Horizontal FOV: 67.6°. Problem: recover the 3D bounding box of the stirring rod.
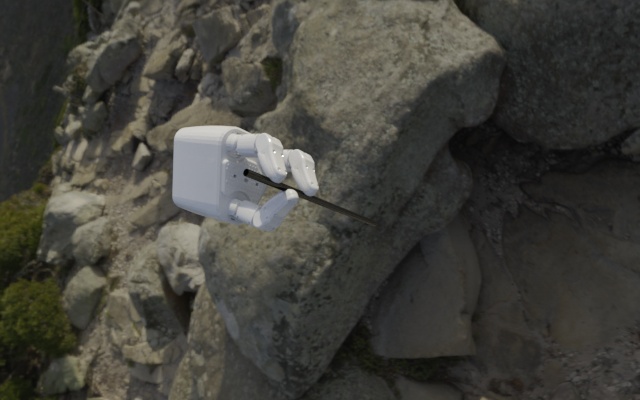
[{"bbox_3d":[0.000,0.002,0.565,0.011,0.011,0.239,0,-14,40],"label":"stirring rod"}]
